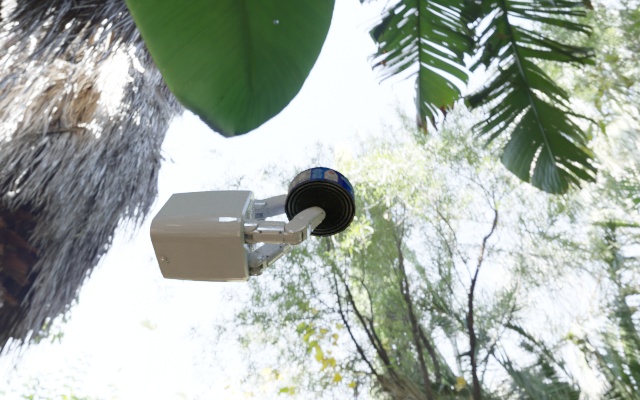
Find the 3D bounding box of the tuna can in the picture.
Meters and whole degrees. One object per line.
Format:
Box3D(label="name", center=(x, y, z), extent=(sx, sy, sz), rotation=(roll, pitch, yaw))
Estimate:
Box3D(label="tuna can", center=(0.000, 0.002, 0.585), extent=(0.086, 0.086, 0.033), rotation=(0, 36, 3))
